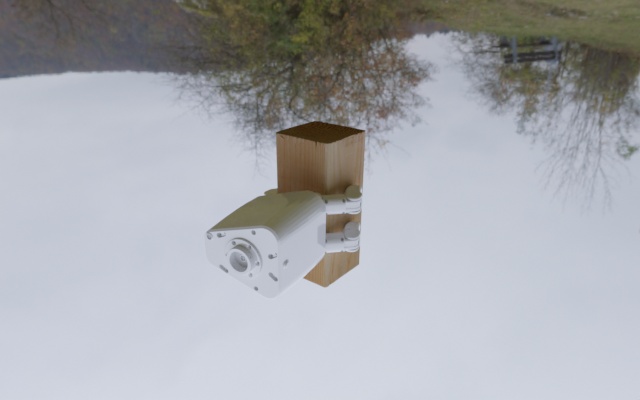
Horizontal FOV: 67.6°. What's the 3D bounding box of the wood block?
[{"bbox_3d":[0.000,0.002,0.673,0.091,0.206,0.090,17,28,34],"label":"wood block"}]
